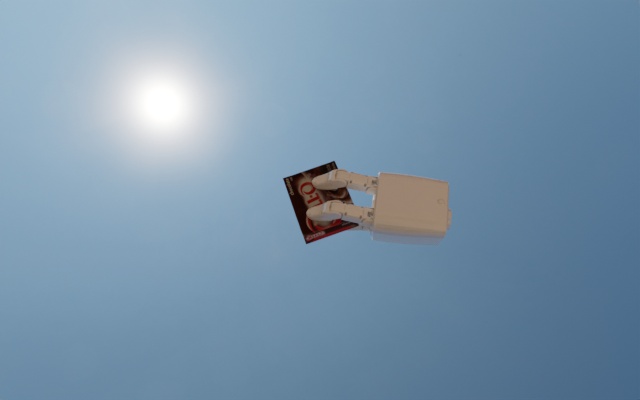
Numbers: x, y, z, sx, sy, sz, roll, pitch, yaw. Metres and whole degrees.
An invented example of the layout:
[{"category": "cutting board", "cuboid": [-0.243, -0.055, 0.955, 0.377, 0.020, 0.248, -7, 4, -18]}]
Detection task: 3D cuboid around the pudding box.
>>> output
[{"category": "pudding box", "cuboid": [0.000, 0.003, 0.753, 0.090, 0.113, 0.039, -19, -31, -5]}]
